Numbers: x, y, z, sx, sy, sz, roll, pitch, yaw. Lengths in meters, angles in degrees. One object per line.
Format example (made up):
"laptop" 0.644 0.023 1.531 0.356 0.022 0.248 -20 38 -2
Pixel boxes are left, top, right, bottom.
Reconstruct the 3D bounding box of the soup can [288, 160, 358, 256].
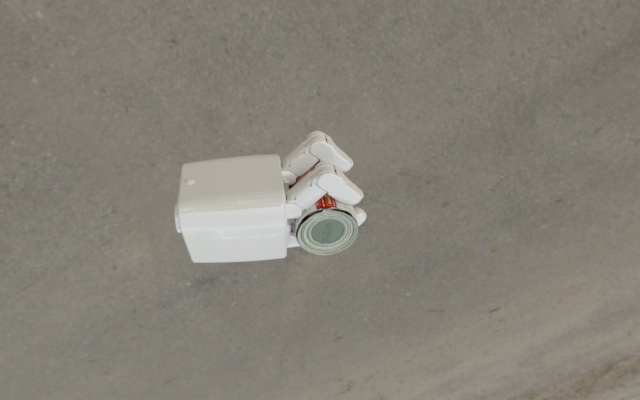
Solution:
"soup can" 0.001 0.002 0.530 0.068 0.069 0.102 0 41 -11
